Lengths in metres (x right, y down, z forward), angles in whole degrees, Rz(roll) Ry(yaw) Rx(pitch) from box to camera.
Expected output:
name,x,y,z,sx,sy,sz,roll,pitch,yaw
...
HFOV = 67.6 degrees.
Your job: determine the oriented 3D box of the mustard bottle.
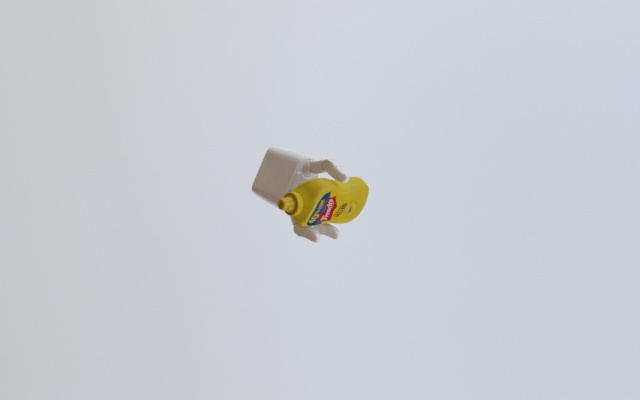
name,x,y,z,sx,sy,sz,roll,pitch,yaw
mustard bottle,0.001,0.003,0.860,0.191,0.096,0.058,-3,43,-46
